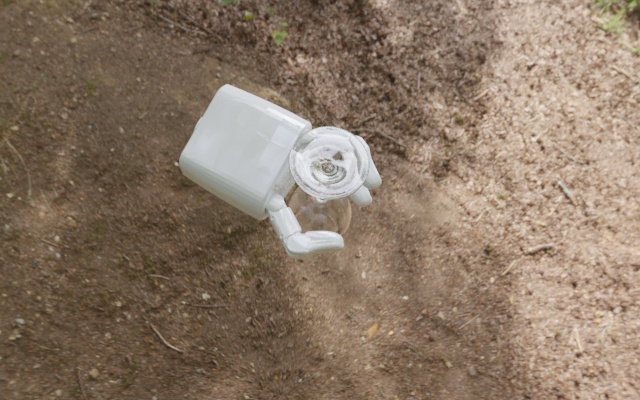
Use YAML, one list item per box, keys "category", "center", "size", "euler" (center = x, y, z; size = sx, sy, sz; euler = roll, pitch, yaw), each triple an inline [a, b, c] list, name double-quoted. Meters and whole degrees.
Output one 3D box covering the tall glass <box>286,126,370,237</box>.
- category: "tall glass"
  center: [0.000, 0.002, 0.525]
  size: [0.079, 0.079, 0.201]
  euler: [0, -22, -5]
